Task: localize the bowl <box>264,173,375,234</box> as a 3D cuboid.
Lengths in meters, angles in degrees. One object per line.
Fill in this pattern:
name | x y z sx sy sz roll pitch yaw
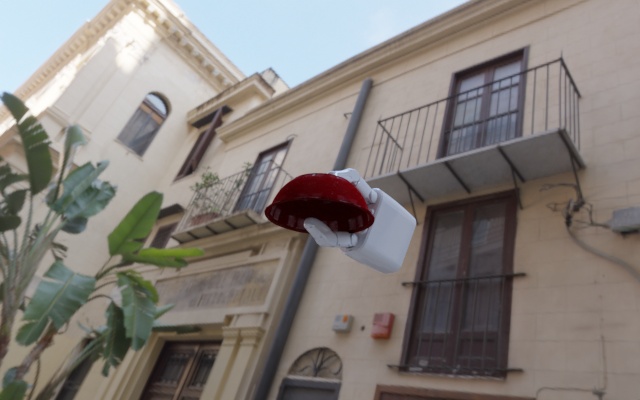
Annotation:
bowl | -0.001 0.001 0.706 0.162 0.055 0.162 3 -21 1
